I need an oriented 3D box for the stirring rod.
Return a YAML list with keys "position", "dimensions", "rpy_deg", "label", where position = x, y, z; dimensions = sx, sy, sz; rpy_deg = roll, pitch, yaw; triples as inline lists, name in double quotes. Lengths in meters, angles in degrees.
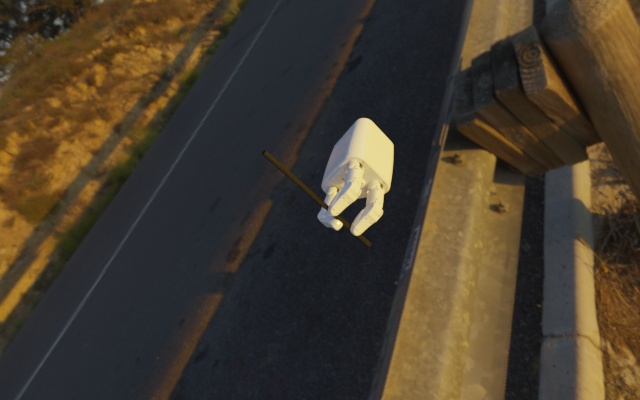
- position: [0.000, 0.002, 0.731]
  dimensions: [0.240, 0.011, 0.011]
  rpy_deg: [41, -22, -27]
  label: "stirring rod"
